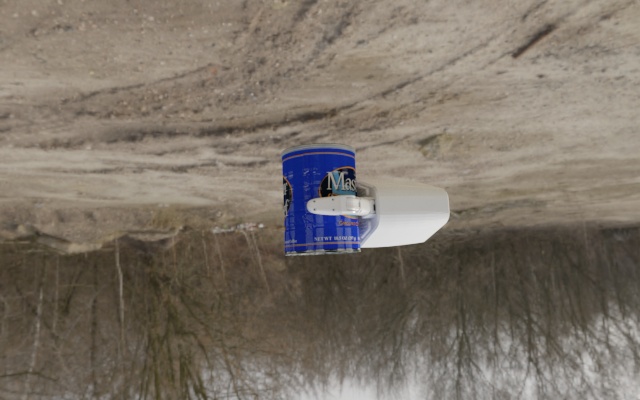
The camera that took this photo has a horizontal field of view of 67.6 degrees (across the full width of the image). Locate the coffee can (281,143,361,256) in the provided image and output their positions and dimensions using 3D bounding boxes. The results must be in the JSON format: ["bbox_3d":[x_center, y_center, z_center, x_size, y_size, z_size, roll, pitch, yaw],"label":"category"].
[{"bbox_3d":[0.000,0.002,0.650,0.103,0.140,0.103,-3,-7,0],"label":"coffee can"}]
